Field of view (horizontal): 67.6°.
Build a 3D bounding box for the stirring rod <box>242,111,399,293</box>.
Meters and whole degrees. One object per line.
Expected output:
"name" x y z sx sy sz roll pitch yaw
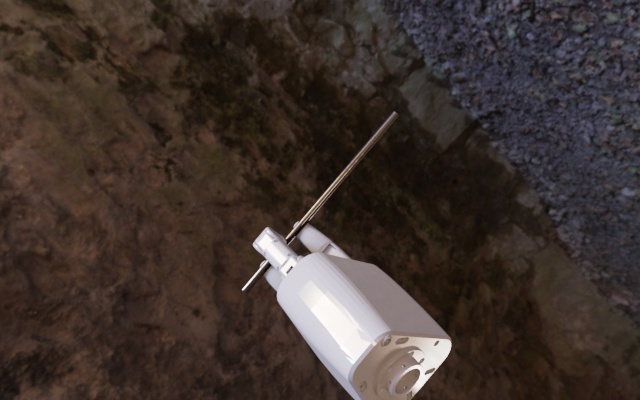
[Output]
"stirring rod" 0.000 0.002 0.493 0.011 0.239 0.011 41 -1 1
